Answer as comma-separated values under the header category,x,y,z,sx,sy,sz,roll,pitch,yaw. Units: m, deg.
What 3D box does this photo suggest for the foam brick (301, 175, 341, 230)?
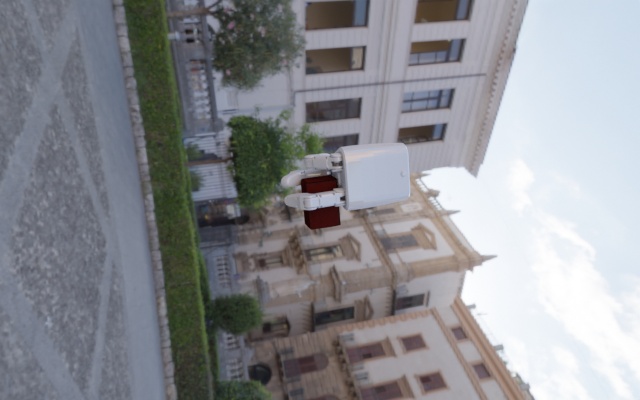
category,x,y,z,sx,sy,sz,roll,pitch,yaw
foam brick,0.000,0.003,0.772,0.051,0.078,0.053,-7,12,-11
